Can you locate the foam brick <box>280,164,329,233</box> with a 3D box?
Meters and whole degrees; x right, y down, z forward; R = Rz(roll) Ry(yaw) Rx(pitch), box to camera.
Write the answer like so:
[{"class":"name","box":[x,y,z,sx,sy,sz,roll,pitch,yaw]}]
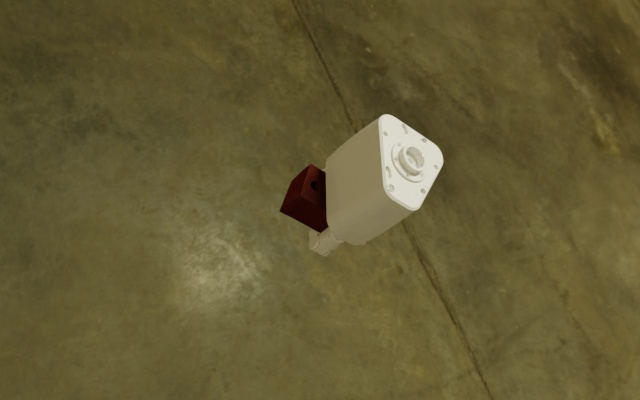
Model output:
[{"class":"foam brick","box":[0.000,0.002,0.592,0.078,0.053,0.051,29,-36,-18]}]
